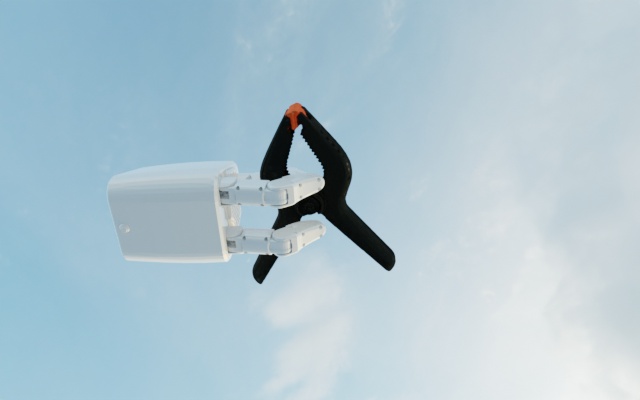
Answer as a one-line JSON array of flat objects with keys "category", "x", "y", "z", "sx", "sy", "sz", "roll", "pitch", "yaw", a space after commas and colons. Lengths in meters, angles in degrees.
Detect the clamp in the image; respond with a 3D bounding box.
[{"category": "clamp", "x": 0.000, "y": 0.001, "z": 0.507, "sx": 0.164, "sy": 0.210, "sz": 0.036, "roll": -1, "pitch": 29, "yaw": 2}]
